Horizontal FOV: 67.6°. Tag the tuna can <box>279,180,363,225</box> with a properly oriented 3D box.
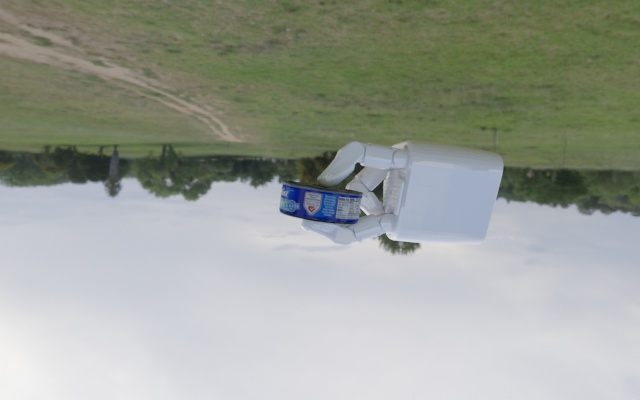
[{"bbox_3d":[0.000,0.002,0.502,0.086,0.034,0.086,8,4,-1],"label":"tuna can"}]
